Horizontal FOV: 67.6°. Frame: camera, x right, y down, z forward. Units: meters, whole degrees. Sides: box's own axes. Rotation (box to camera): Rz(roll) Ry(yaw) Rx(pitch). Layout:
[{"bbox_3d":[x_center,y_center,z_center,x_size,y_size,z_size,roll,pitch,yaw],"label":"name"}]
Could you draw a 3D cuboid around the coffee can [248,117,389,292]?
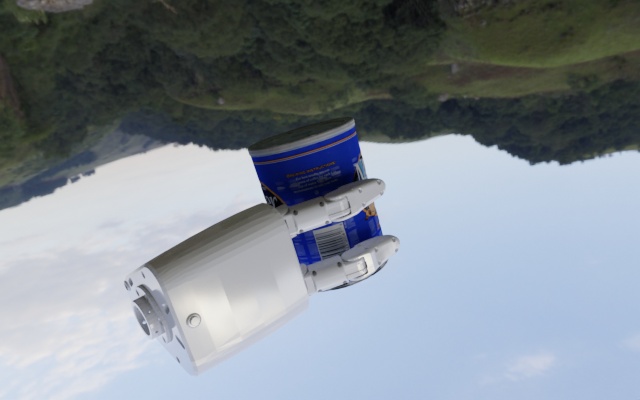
[{"bbox_3d":[0.000,0.001,0.461,0.103,0.140,0.102,-15,14,4],"label":"coffee can"}]
